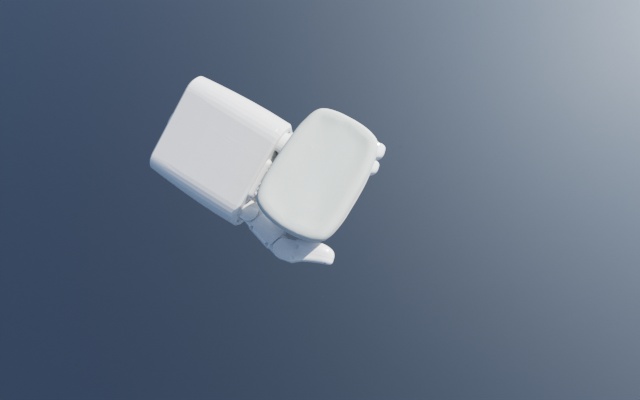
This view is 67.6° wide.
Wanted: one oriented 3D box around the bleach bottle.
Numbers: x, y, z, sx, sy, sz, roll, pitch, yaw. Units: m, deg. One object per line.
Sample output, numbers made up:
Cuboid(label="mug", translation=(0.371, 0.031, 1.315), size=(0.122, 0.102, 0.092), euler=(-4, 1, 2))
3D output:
Cuboid(label="bleach bottle", translation=(0.000, 0.001, 0.470), size=(0.068, 0.102, 0.251), euler=(31, -10, 6))
